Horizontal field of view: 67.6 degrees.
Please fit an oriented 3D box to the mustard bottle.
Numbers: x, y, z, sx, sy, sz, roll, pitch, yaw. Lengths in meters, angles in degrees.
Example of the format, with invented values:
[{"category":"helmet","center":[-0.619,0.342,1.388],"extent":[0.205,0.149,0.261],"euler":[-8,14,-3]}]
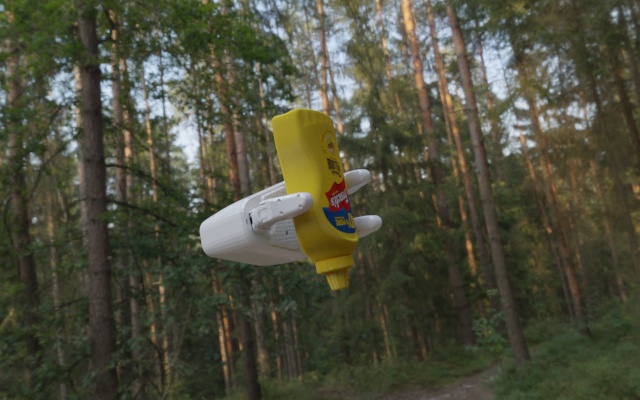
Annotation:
[{"category":"mustard bottle","center":[0.000,0.001,0.520],"extent":[0.058,0.191,0.096],"euler":[-16,-9,22]}]
